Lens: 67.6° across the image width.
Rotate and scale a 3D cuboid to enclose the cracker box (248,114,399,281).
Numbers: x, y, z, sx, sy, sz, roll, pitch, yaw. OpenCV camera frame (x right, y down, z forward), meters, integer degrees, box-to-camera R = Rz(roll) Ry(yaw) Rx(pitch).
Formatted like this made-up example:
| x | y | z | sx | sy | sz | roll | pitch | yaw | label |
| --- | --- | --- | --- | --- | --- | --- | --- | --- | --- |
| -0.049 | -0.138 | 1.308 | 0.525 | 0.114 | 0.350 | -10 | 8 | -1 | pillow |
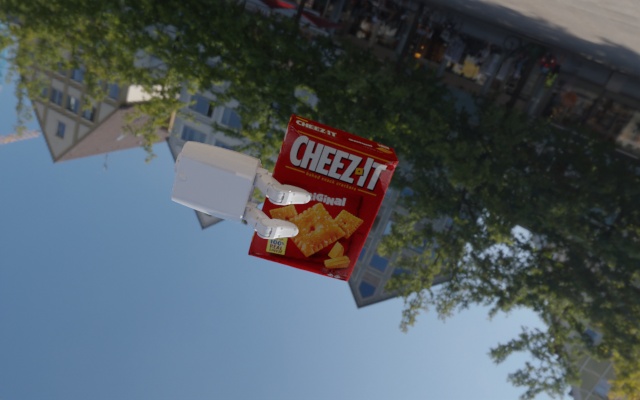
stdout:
| x | y | z | sx | sy | sz | roll | pitch | yaw | label |
| --- | --- | --- | --- | --- | --- | --- | --- | --- | --- |
| 0.000 | 0.002 | 0.717 | 0.164 | 0.214 | 0.072 | 17 | 21 | -8 | cracker box |
